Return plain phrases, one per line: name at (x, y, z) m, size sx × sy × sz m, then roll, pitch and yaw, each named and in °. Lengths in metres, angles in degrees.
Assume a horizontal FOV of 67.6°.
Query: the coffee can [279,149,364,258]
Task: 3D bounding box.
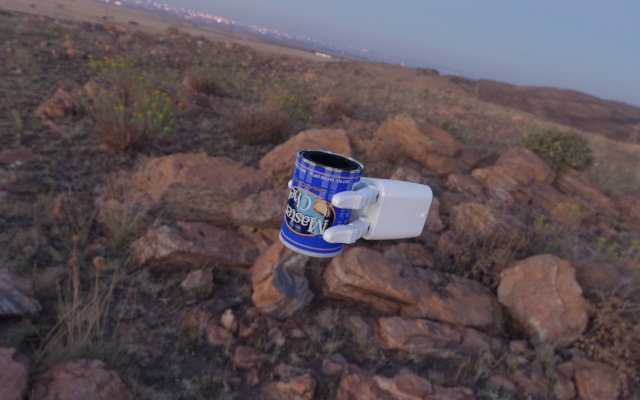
coffee can at (0.000, 0.003, 0.736) m, size 0.103 × 0.140 × 0.102 m, roll 12°, pitch 19°, yaw -4°
